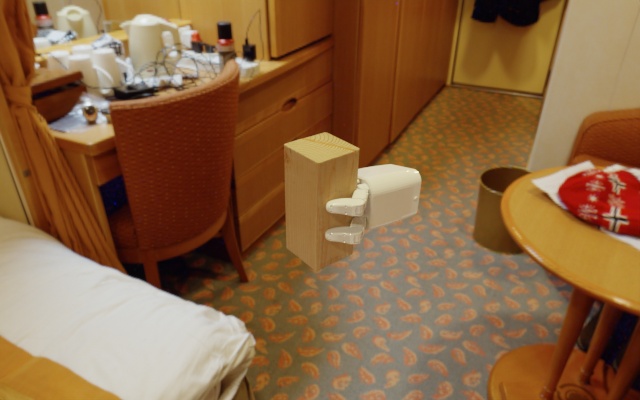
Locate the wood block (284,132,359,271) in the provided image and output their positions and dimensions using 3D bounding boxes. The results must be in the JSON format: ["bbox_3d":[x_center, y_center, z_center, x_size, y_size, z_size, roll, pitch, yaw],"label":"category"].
[{"bbox_3d":[0.000,0.002,0.813,0.090,0.206,0.090,-21,37,-33],"label":"wood block"}]
